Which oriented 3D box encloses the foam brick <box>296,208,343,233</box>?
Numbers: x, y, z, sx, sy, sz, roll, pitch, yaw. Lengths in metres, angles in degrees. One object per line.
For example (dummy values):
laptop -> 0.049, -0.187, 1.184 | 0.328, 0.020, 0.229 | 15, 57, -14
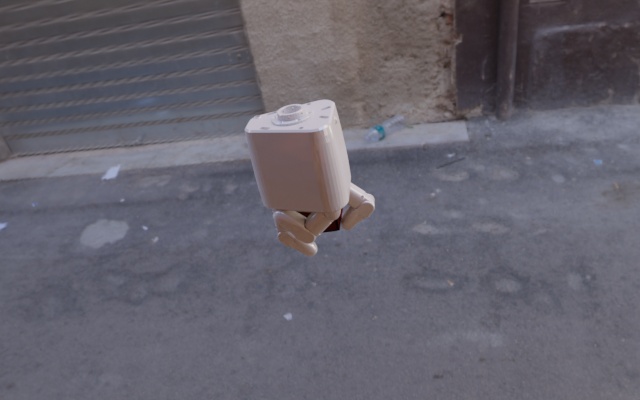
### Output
foam brick -> 0.000, 0.002, 0.655 | 0.053, 0.051, 0.078 | -8, 31, 11
